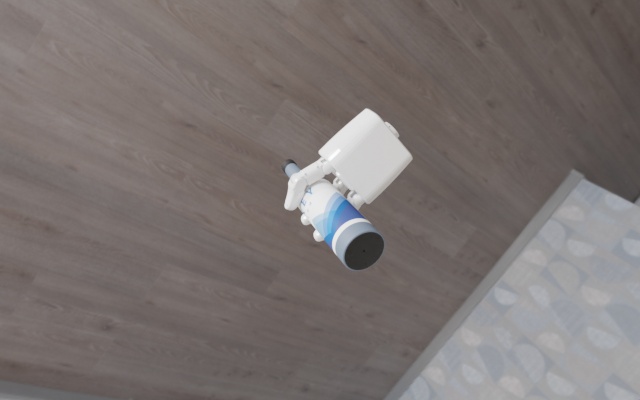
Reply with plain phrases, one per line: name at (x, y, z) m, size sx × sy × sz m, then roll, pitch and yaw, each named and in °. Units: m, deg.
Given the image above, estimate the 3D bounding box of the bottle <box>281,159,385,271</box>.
bottle at (0.000, 0.003, 0.769) m, size 0.069 × 0.069 × 0.295 m, roll 0°, pitch 27°, yaw -27°
